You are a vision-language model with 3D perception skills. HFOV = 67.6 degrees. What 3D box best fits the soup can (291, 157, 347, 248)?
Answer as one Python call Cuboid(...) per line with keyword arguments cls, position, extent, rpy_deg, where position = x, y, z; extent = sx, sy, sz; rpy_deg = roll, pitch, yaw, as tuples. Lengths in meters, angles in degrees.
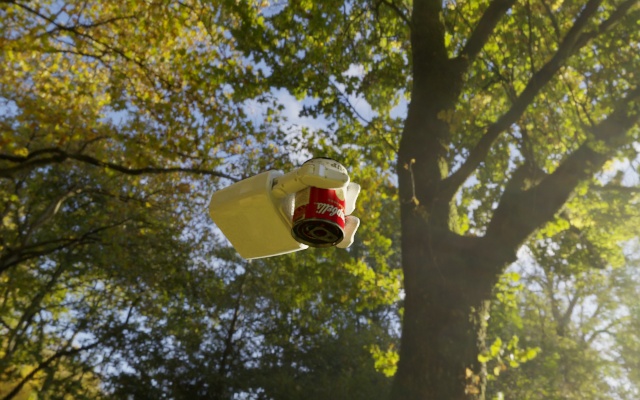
Cuboid(cls="soup can", position=(0.000, 0.002, 0.627), extent=(0.068, 0.102, 0.069), rpy_deg=(4, -35, 3))
